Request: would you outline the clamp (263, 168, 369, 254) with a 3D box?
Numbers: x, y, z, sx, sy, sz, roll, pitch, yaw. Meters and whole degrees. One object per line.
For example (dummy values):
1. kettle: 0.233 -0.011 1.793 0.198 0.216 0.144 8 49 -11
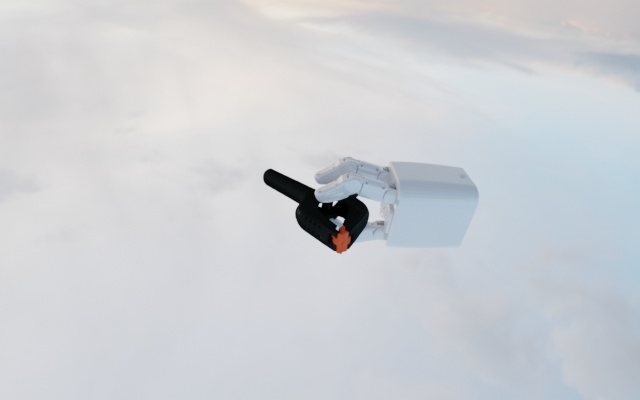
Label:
1. clamp: 0.000 0.003 0.640 0.164 0.036 0.210 1 27 -3
